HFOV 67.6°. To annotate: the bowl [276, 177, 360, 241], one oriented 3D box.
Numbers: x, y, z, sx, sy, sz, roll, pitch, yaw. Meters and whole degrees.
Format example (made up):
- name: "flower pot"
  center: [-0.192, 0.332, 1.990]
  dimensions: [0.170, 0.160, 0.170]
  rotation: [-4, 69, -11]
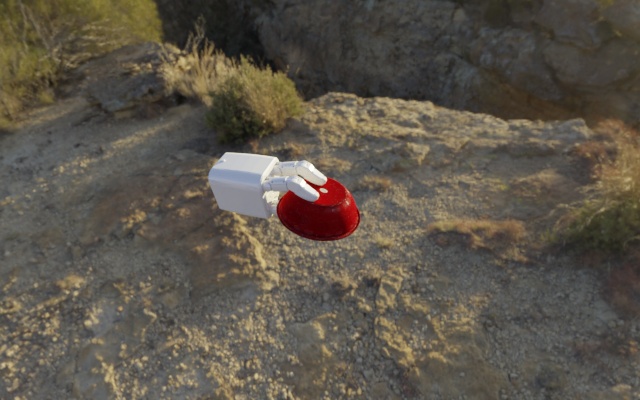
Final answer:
- name: "bowl"
  center: [0.002, 0.003, 0.893]
  dimensions: [0.162, 0.055, 0.162]
  rotation: [7, 37, -5]
